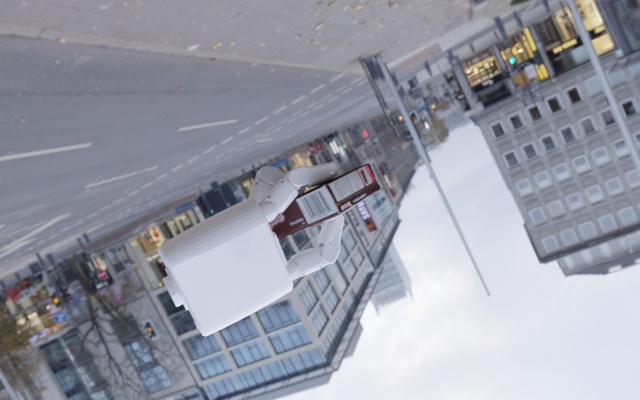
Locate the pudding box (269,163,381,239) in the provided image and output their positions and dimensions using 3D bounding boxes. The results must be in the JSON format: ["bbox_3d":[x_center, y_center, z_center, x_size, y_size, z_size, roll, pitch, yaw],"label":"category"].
[{"bbox_3d":[0.000,0.002,0.555,0.113,0.039,0.090,-22,5,41],"label":"pudding box"}]
